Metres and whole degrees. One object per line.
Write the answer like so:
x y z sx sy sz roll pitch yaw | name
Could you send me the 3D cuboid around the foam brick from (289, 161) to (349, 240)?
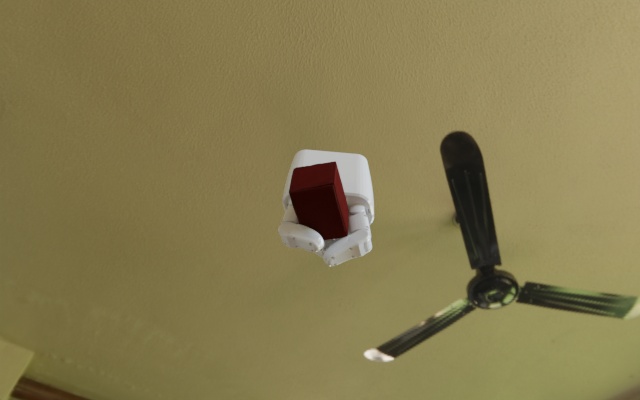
0.000 0.002 0.556 0.053 0.078 0.051 -8 36 11 | foam brick
